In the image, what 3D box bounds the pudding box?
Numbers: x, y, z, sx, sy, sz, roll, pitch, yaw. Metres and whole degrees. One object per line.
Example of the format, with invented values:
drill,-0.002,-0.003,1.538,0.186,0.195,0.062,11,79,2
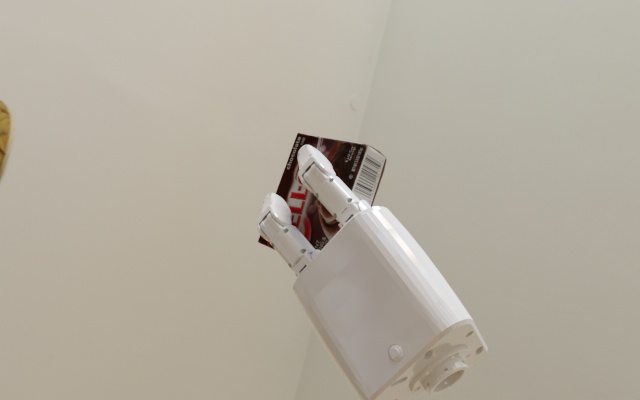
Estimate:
pudding box,0.000,0.001,0.426,0.090,0.113,0.039,17,-6,44
